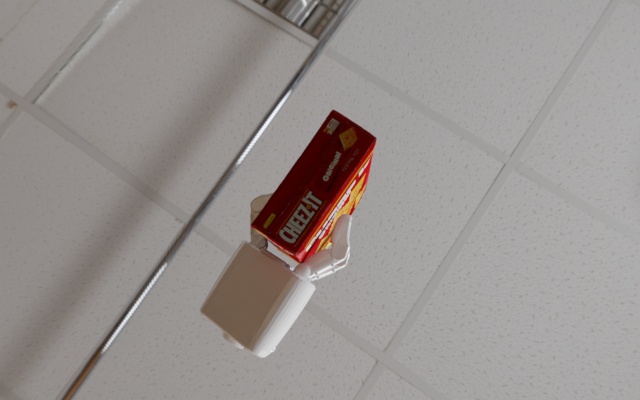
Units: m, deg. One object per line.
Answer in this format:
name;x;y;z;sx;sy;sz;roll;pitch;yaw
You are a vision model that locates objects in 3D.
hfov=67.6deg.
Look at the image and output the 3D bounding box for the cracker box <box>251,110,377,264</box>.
cracker box;0.000;0.002;0.627;0.072;0.164;0.214;33;-9;9
